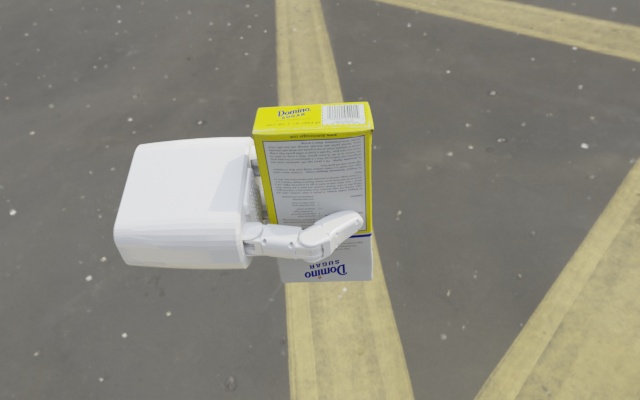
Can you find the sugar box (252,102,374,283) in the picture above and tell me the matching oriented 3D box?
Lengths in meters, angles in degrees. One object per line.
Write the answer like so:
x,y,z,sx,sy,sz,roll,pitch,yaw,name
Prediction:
0.000,0.001,0.427,0.093,0.176,0.048,-2,43,3,sugar box
